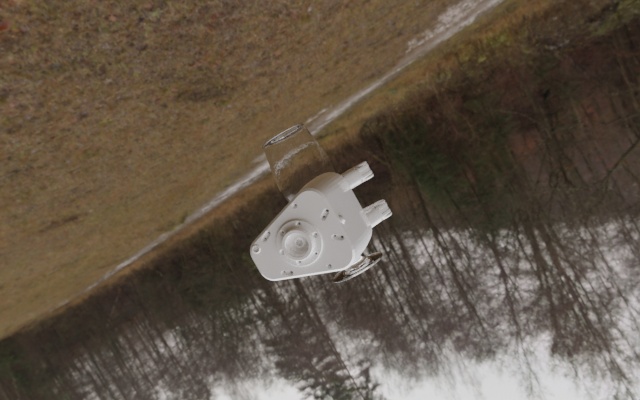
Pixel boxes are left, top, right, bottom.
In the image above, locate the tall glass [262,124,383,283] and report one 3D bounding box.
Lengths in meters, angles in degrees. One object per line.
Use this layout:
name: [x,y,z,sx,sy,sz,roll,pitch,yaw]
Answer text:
tall glass: [0.000,0.003,0.623,0.079,0.201,0.079,-29,2,1]
